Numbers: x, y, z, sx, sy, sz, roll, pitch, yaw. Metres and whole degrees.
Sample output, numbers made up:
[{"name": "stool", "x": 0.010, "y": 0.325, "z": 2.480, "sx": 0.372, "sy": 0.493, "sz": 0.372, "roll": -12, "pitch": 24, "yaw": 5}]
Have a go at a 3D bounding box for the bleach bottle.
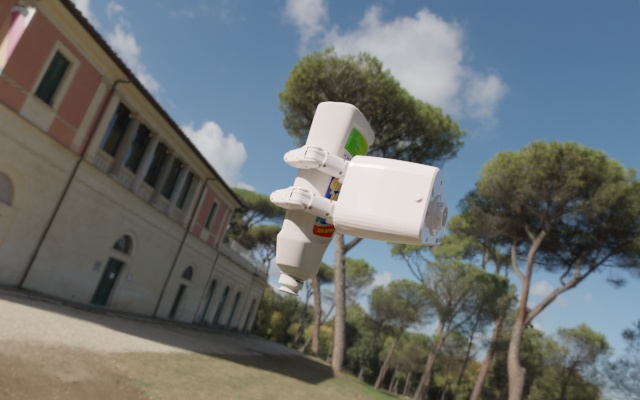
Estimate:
[{"name": "bleach bottle", "x": 0.000, "y": 0.002, "z": 0.629, "sx": 0.068, "sy": 0.250, "sz": 0.103, "roll": 10, "pitch": -17, "yaw": 28}]
